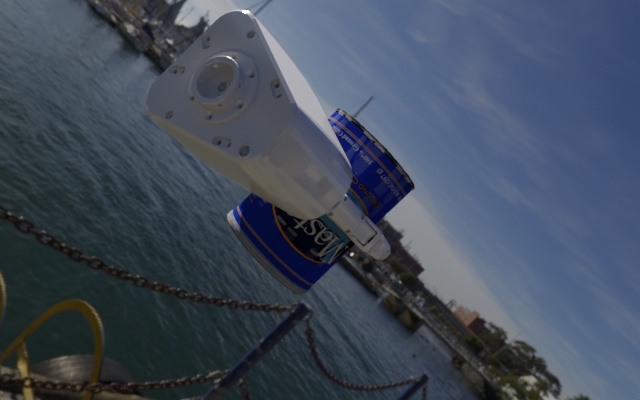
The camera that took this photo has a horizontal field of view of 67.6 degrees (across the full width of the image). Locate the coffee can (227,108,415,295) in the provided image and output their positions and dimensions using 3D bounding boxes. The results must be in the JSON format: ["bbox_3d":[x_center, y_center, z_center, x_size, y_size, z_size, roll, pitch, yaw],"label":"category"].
[{"bbox_3d":[0.000,0.002,0.439,0.140,0.103,0.103,-44,-1,1],"label":"coffee can"}]
